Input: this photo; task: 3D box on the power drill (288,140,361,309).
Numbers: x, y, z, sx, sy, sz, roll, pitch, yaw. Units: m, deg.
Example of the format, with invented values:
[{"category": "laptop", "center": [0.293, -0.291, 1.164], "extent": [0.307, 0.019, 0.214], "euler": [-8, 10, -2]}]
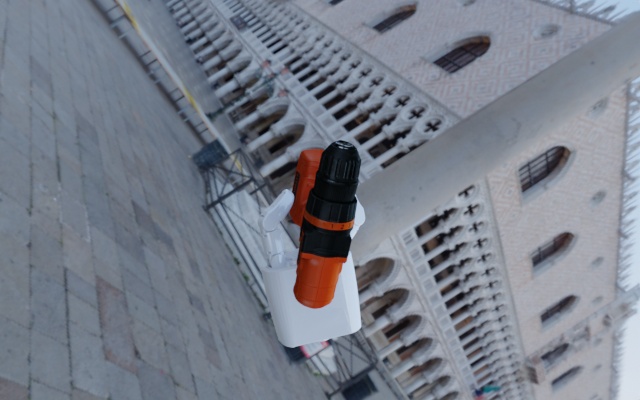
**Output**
[{"category": "power drill", "center": [0.000, 0.002, 0.552], "extent": [0.057, 0.184, 0.187], "euler": [10, 21, -8]}]
